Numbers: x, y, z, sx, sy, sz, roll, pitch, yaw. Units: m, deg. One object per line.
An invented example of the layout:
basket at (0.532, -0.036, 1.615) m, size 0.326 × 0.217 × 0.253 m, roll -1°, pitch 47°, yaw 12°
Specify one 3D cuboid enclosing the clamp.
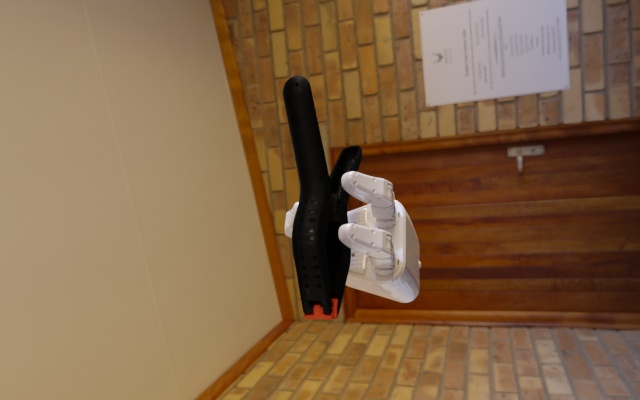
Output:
clamp at (-0.001, 0.002, 0.448) m, size 0.036 × 0.210 × 0.165 m, roll -6°, pitch -27°, yaw 24°
